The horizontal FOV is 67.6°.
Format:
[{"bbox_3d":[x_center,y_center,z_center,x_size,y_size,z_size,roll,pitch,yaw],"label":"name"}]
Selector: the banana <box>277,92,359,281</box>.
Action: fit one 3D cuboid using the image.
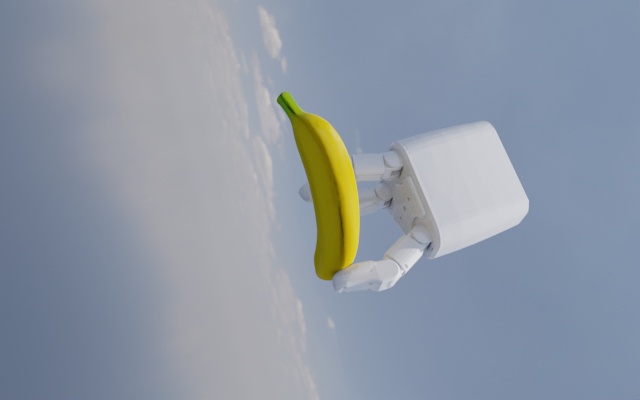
[{"bbox_3d":[0.007,0.008,0.404,0.037,0.198,0.069,-20,36,-15],"label":"banana"}]
